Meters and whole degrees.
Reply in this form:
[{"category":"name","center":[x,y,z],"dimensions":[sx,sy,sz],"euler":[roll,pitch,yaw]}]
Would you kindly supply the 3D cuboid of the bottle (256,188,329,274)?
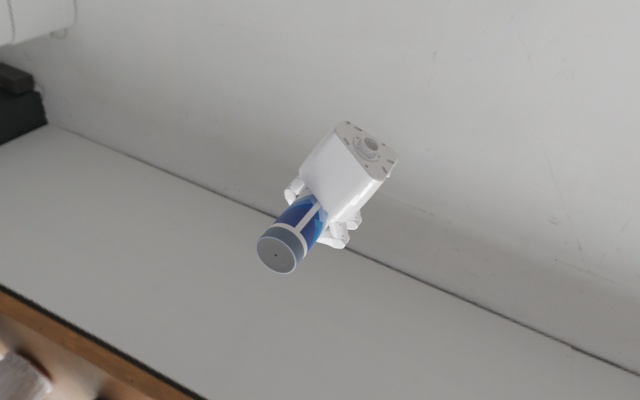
[{"category":"bottle","center":[0.000,0.003,0.780],"dimensions":[0.069,0.069,0.295],"euler":[0,31,30]}]
